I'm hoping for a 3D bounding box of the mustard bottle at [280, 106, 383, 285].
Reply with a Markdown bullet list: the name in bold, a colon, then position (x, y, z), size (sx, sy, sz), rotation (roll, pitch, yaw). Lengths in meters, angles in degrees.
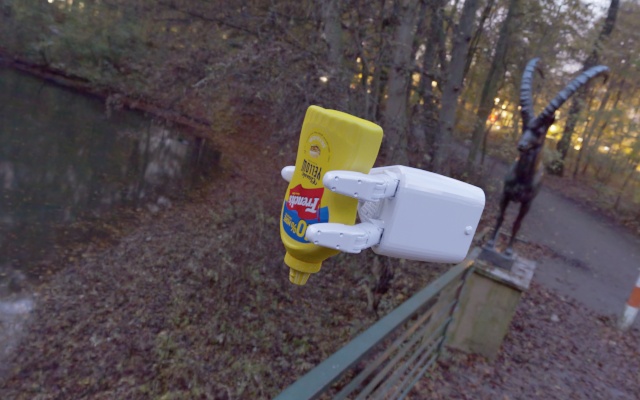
- **mustard bottle**: position (0.000, 0.001, 0.512), size (0.058, 0.192, 0.096), rotation (3, 18, -41)
